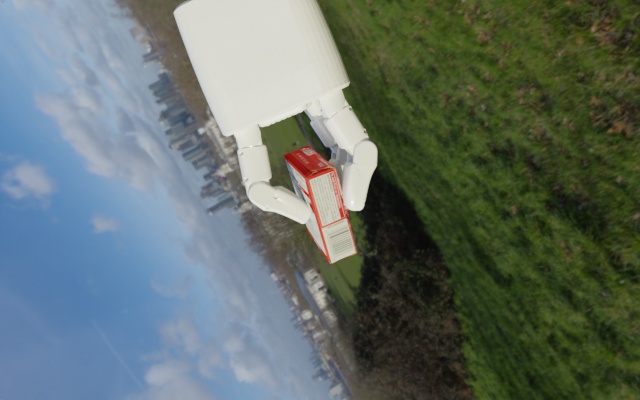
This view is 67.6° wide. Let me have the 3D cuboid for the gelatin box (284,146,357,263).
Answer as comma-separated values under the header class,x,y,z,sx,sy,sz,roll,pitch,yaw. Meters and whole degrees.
class,x,y,z,sx,sy,sz,roll,pitch,yaw
gelatin box,0.000,0.002,0.437,0.030,0.089,0.073,-20,25,-10
